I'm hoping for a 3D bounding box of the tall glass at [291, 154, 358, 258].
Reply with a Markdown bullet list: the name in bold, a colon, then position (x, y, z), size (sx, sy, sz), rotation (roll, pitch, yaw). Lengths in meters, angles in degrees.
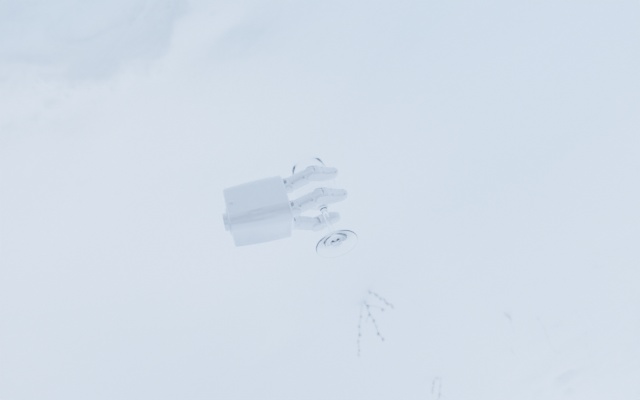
- **tall glass**: position (0.000, 0.003, 0.869), size (0.079, 0.201, 0.079), rotation (-12, -40, -10)
